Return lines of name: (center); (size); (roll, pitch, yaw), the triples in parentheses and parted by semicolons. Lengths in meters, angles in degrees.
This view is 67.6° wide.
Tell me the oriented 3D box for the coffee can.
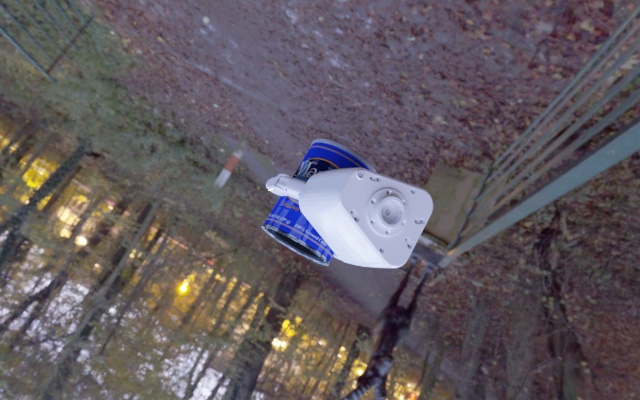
coffee can: (0.000, 0.002, 0.647); (0.103, 0.140, 0.103); (28, -14, 8)
